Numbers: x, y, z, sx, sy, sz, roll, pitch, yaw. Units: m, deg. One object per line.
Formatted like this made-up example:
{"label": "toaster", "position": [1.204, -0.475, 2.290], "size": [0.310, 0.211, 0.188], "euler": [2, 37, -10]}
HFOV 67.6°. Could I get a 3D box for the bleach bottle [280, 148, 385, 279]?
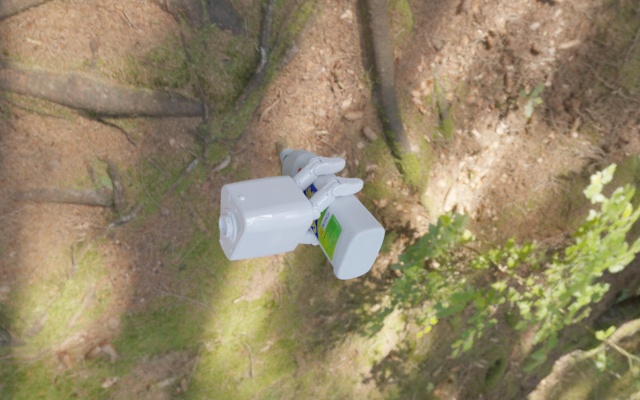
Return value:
{"label": "bleach bottle", "position": [0.000, 0.002, 0.765], "size": [0.068, 0.103, 0.250], "euler": [-8, 42, -32]}
